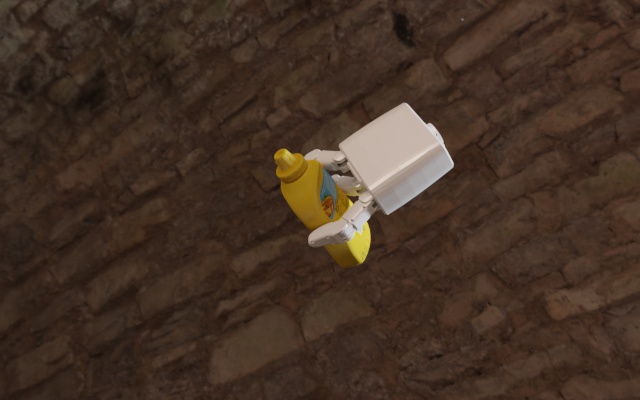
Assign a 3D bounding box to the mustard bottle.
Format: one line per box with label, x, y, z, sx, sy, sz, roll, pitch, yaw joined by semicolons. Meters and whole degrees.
mustard bottle;0.000;0.002;0.643;0.058;0.096;0.192;-21;-50;24
